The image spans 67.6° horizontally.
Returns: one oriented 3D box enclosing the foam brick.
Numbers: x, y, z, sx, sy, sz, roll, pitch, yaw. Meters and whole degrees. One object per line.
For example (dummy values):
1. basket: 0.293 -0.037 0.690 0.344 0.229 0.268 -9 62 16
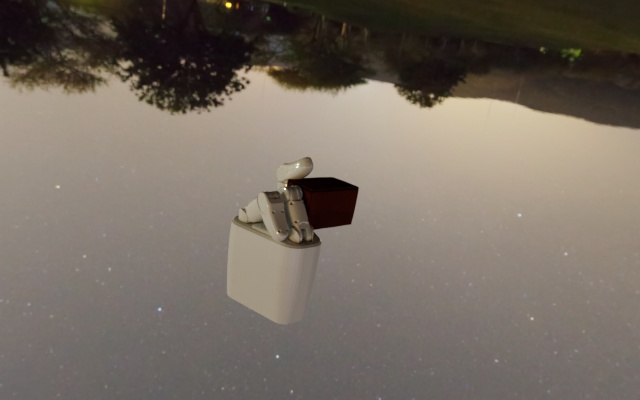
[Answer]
1. foam brick: 0.000 0.002 0.605 0.078 0.051 0.053 -5 21 -39
